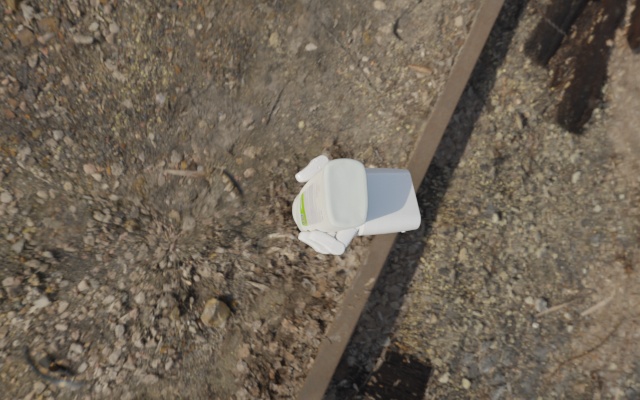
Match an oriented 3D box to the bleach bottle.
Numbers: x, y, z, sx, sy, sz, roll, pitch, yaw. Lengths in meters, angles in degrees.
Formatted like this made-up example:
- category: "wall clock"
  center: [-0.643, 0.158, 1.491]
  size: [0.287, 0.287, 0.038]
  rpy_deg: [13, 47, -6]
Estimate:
- category: "bleach bottle"
  center: [0.000, 0.003, 0.782]
  size: [0.068, 0.102, 0.251]
  rpy_deg: [-2, -4, -18]
